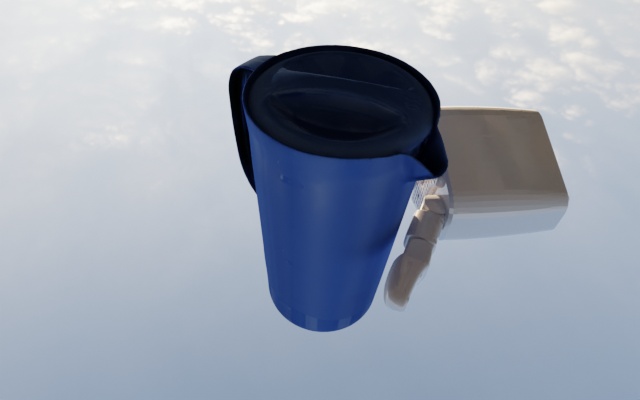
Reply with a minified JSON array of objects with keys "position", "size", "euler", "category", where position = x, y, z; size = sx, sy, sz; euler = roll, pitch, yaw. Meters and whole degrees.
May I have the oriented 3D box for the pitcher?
[{"position":[0.000,0.001,0.407],"size":[0.145,0.149,0.243],"euler":[-3,-43,-7],"category":"pitcher"}]
